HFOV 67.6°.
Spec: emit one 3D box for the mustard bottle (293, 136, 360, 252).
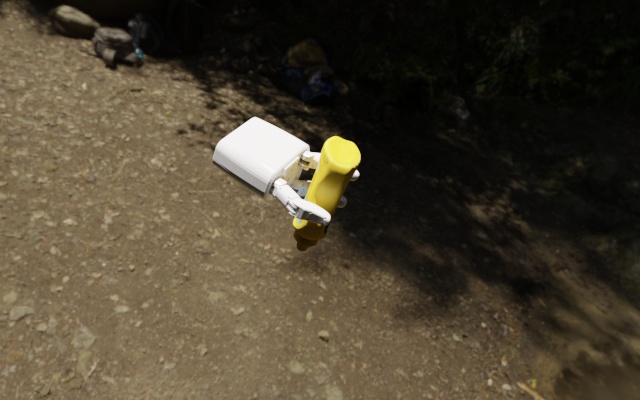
[{"bbox_3d":[0.001,0.002,0.739,0.058,0.192,0.096,20,30,-6],"label":"mustard bottle"}]
